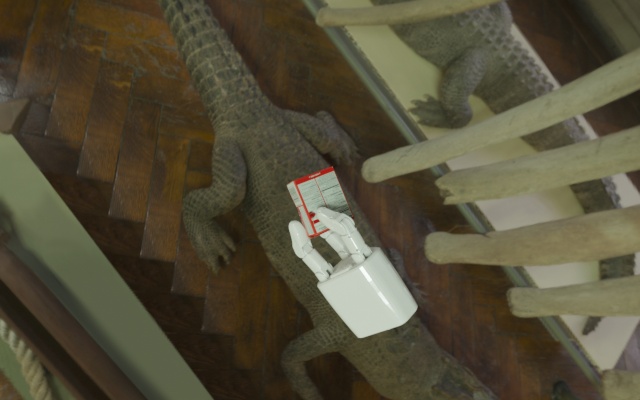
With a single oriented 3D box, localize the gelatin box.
[{"bbox_3d":[0.000,0.002,0.717,0.073,0.089,0.030,-23,1,-30],"label":"gelatin box"}]
